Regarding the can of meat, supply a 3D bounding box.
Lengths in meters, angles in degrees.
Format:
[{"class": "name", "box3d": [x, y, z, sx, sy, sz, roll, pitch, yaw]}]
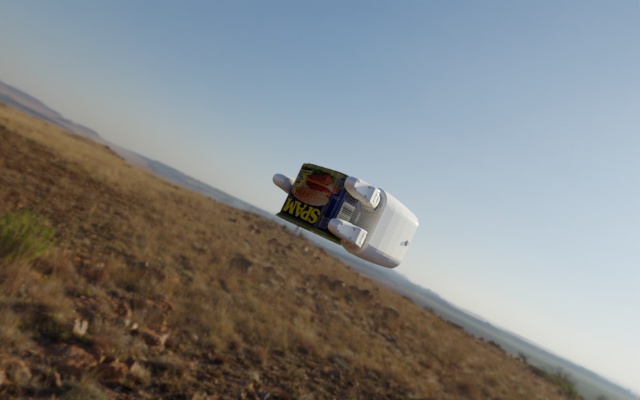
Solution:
[{"class": "can of meat", "box3d": [0.000, 0.002, 0.635, 0.102, 0.084, 0.057, 21, -6, 47]}]
